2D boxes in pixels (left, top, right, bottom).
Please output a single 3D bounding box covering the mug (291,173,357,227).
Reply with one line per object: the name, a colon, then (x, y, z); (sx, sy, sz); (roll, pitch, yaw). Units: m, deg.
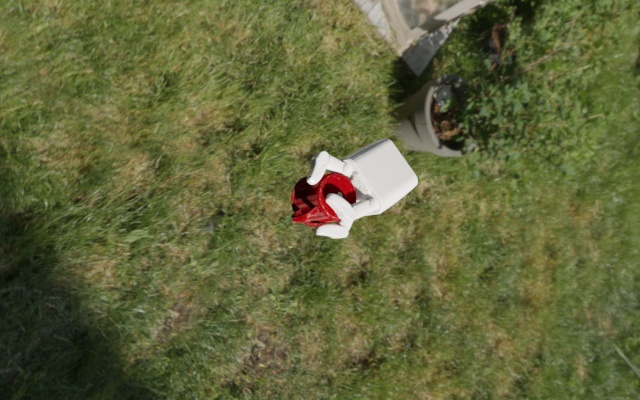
mug: (-0.001, 0.003, 0.822); (0.117, 0.093, 0.081); (-33, 12, -32)
